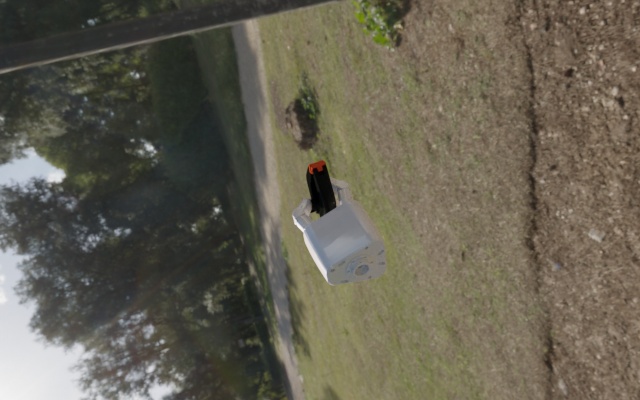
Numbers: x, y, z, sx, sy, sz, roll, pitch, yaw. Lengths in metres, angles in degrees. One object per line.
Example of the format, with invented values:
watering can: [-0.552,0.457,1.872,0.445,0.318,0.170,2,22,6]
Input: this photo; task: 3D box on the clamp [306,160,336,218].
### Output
clamp: [-0.001,0.003,0.899,0.036,0.210,0.164,-21,41,-12]
